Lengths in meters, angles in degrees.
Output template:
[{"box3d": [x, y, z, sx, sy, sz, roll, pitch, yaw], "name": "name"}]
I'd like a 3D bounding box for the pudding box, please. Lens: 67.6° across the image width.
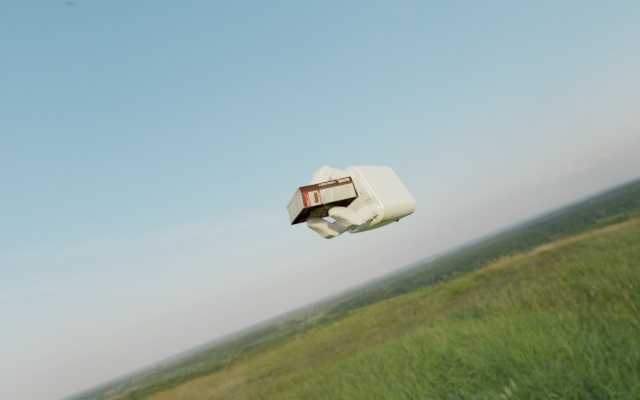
[{"box3d": [0.000, 0.002, 0.764, 0.090, 0.039, 0.113, -13, -15, -17], "name": "pudding box"}]
